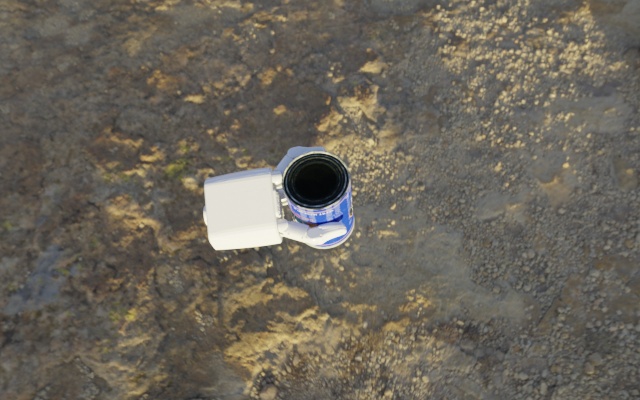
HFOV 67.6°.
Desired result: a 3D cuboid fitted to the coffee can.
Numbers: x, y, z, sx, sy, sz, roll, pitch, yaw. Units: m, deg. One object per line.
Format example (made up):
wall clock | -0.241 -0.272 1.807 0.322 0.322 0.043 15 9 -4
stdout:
coffee can | 0.000 0.003 0.762 0.103 0.102 0.140 0 -29 7
